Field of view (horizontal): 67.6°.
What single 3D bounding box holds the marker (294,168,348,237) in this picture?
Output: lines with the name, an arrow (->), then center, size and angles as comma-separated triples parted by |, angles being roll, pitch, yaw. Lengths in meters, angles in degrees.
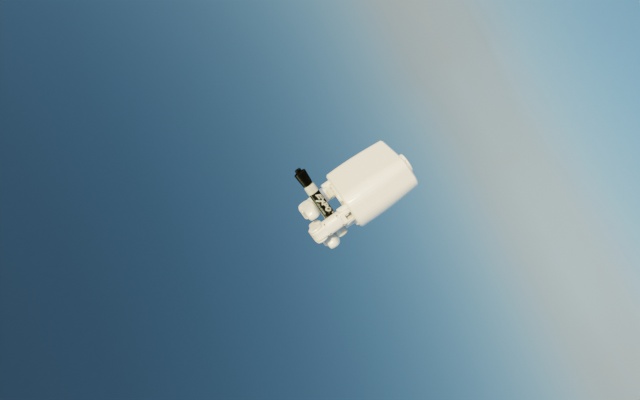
marker -> 0.000, 0.002, 0.706 | 0.020, 0.121, 0.020 | -33, 16, 10
